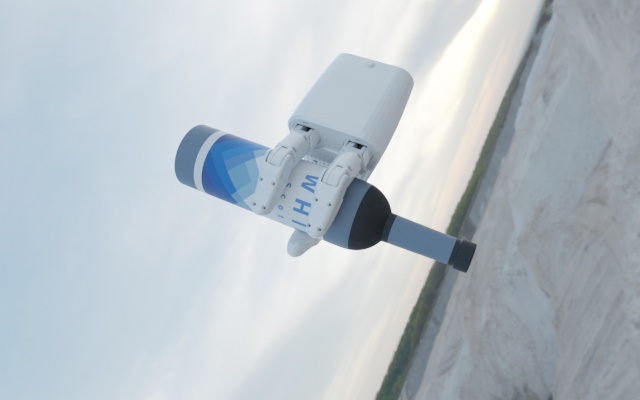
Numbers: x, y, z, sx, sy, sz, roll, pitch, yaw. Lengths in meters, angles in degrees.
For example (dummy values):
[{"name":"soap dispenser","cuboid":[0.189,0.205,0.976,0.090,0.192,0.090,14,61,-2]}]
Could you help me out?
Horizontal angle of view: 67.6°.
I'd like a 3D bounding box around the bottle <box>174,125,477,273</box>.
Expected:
[{"name":"bottle","cuboid":[0.000,0.001,0.459,0.295,0.069,0.069,21,6,17]}]
